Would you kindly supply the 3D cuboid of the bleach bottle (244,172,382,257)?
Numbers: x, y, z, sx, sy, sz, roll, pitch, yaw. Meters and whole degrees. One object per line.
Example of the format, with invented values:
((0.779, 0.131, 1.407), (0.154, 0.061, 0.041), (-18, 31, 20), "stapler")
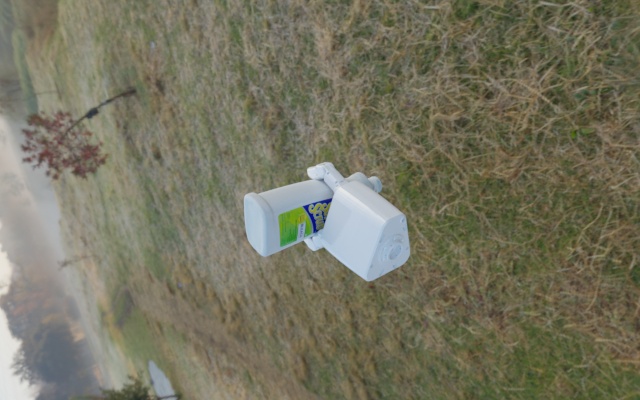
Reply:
((0.000, 0.003, 0.787), (0.251, 0.103, 0.068), (-21, 41, -30), "bleach bottle")
